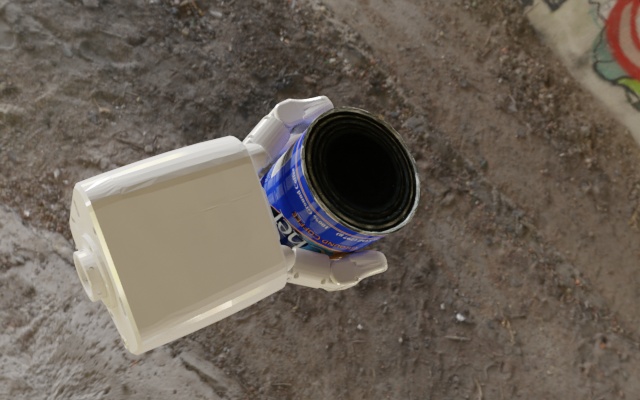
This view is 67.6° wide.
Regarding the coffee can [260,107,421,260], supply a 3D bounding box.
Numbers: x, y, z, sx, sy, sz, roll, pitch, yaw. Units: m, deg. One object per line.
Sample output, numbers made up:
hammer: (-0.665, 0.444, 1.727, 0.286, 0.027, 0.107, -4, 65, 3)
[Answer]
coffee can: (0.000, 0.001, 0.403, 0.103, 0.102, 0.140, 0, -21, -30)
